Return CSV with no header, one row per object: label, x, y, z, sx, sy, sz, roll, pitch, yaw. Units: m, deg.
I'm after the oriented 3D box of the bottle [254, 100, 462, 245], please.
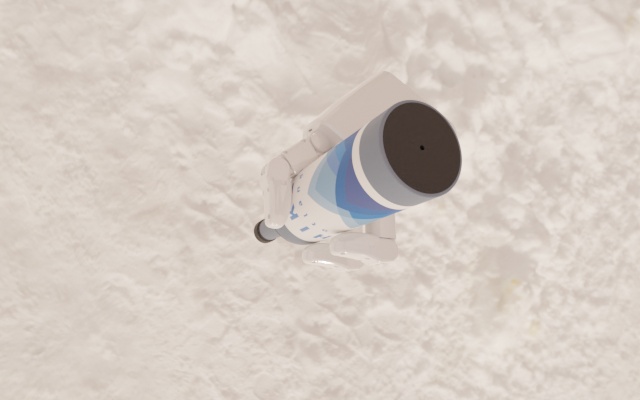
bottle,0.000,0.001,0.432,0.069,0.069,0.296,0,-14,-27
